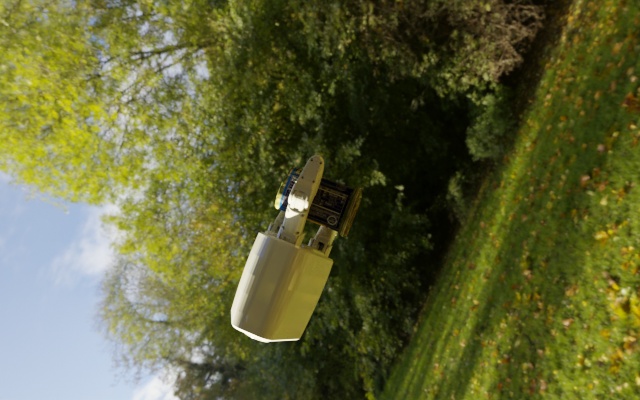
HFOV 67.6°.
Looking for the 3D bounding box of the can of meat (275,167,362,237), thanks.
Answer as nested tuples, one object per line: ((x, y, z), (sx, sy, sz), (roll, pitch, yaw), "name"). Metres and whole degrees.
((0.000, 0.002, 0.563), (0.084, 0.057, 0.102), (21, -3, 7), "can of meat")
